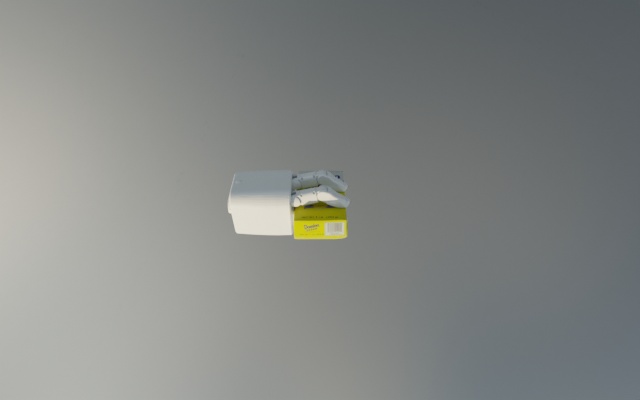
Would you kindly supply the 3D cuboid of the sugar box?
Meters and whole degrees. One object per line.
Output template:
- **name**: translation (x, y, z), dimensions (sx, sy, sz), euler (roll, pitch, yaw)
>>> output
- **sugar box**: translation (0.000, 0.002, 0.882), dimensions (0.093, 0.048, 0.176), euler (0, 34, -1)
